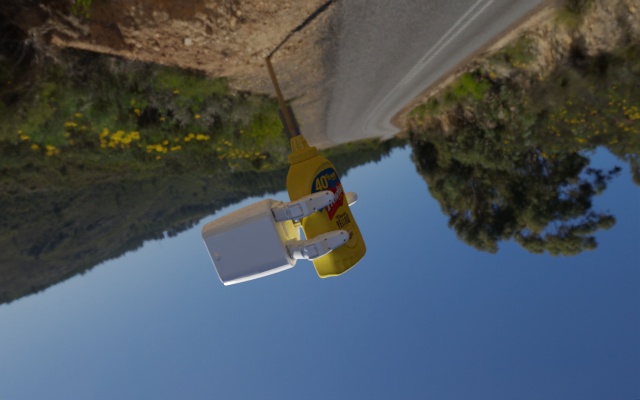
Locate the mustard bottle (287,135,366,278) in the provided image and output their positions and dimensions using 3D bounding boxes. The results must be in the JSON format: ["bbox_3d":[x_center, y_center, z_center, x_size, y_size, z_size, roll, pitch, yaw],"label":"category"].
[{"bbox_3d":[0.000,0.002,0.661,0.058,0.191,0.096,-15,10,37],"label":"mustard bottle"}]
